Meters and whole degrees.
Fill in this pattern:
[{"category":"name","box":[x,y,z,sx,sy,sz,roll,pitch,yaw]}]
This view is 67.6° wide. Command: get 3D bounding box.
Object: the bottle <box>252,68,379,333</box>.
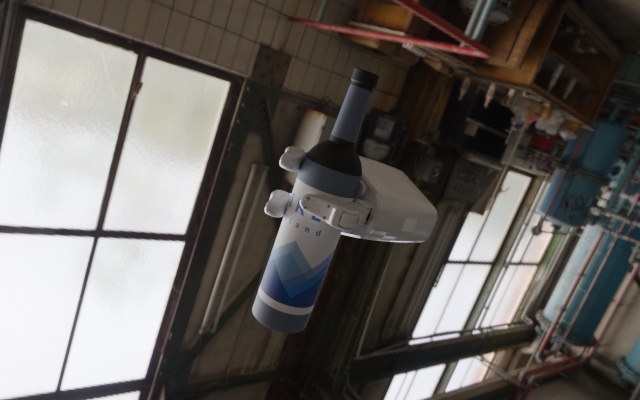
[{"category":"bottle","box":[0.000,0.002,0.527,0.069,0.296,0.069,19,13,-4]}]
